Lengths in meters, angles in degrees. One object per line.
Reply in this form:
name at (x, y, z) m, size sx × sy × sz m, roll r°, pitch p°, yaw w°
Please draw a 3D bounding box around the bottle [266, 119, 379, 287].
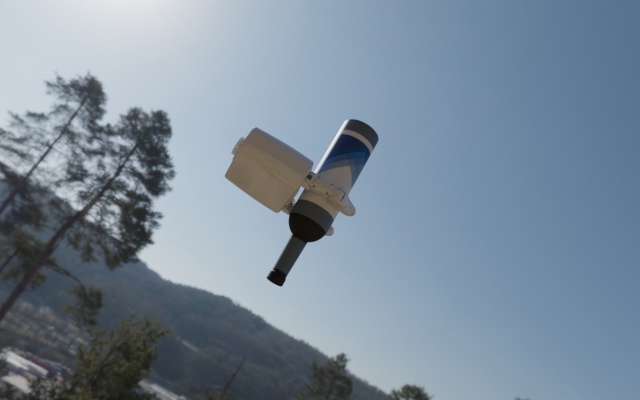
bottle at (0.000, 0.002, 0.760) m, size 0.069 × 0.295 × 0.069 m, roll 26°, pitch -21°, yaw 11°
